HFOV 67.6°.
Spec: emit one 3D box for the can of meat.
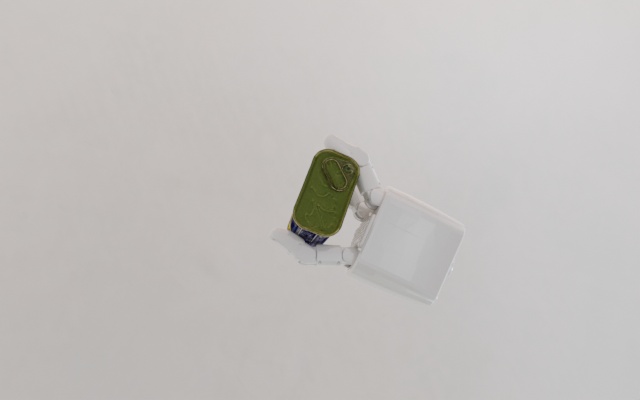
[{"bbox_3d":[0.000,0.002,0.573,0.057,0.102,0.084,22,-20,-4],"label":"can of meat"}]
